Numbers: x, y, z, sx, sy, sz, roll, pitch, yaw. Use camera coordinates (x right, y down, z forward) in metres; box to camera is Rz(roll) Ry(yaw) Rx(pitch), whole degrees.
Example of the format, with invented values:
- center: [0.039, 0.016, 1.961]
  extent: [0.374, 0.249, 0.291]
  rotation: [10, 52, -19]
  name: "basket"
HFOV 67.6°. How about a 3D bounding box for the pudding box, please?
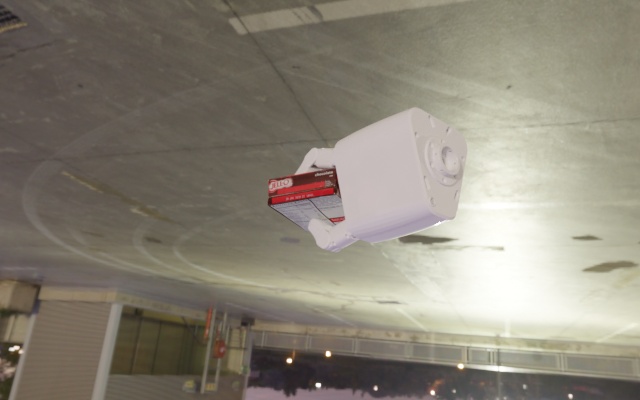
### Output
- center: [0.000, 0.002, 0.583]
  extent: [0.090, 0.039, 0.113]
  rotation: [-8, -24, 22]
  name: "pudding box"
